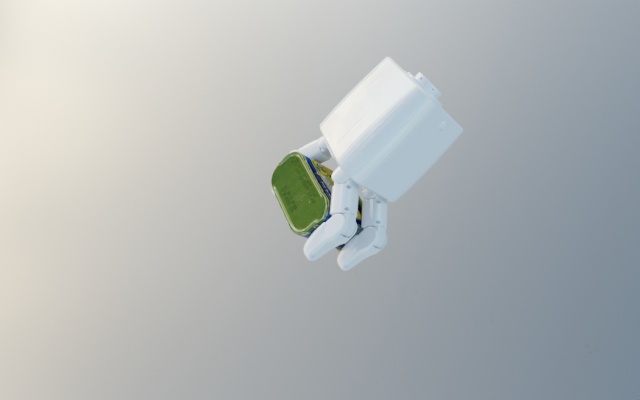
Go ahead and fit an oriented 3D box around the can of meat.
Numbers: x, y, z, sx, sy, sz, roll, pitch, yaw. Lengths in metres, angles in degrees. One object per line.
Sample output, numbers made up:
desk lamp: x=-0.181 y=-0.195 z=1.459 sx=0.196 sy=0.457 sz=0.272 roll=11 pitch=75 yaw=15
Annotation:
can of meat: x=0.000 y=0.002 z=0.526 sx=0.057 sy=0.102 sz=0.084 roll=-43 pitch=-38 yaw=19
